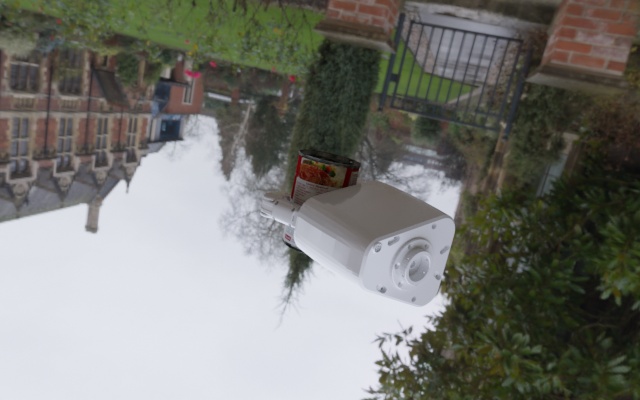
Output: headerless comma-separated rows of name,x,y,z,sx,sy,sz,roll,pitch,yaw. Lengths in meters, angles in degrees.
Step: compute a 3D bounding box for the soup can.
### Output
soup can,0.000,0.002,0.522,0.068,0.102,0.068,12,13,-3
